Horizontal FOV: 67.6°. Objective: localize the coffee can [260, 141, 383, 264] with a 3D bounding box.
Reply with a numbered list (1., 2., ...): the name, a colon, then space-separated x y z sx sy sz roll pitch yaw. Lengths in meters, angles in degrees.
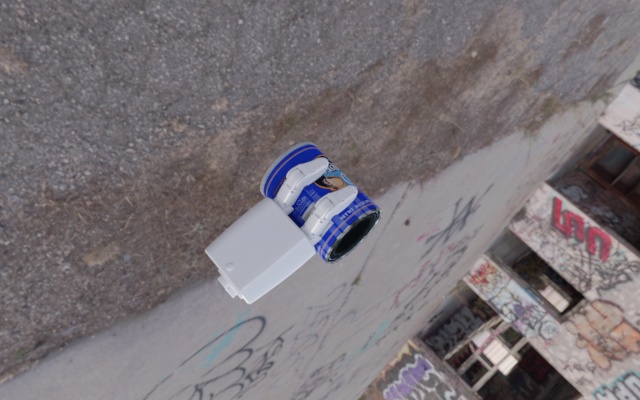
1. coffee can: 0.000 0.002 0.657 0.140 0.103 0.103 46 19 20
